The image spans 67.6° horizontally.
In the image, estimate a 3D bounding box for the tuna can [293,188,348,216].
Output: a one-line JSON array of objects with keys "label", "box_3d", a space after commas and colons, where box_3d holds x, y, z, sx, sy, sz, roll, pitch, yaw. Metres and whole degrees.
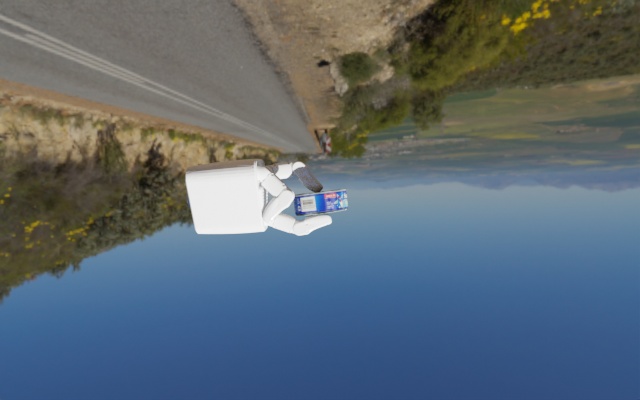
[{"label": "tuna can", "box_3d": [0.000, 0.003, 0.755, 0.086, 0.034, 0.086, -7, 1, 0]}]
